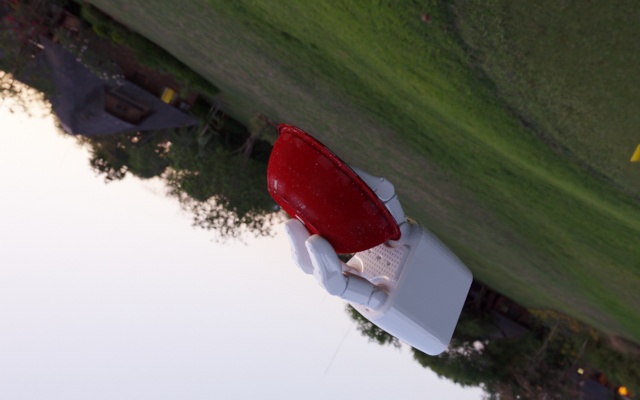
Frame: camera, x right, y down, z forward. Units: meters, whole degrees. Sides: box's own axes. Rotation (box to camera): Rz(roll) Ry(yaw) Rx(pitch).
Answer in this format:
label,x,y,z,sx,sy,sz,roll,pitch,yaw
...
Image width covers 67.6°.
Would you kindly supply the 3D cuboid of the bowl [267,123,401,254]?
label,x,y,z,sx,sy,sz,roll,pitch,yaw
bowl,-0.001,0.001,0.466,0.162,0.055,0.162,43,-8,8
